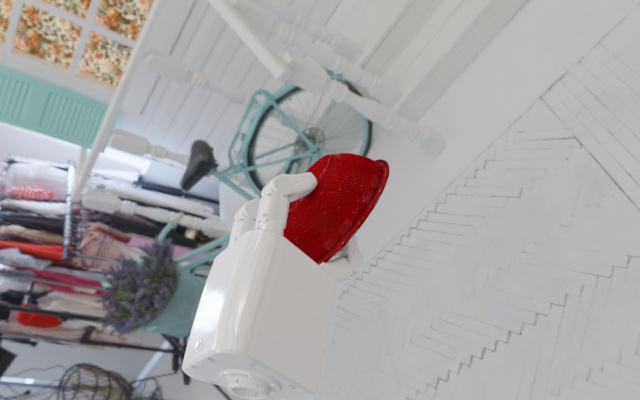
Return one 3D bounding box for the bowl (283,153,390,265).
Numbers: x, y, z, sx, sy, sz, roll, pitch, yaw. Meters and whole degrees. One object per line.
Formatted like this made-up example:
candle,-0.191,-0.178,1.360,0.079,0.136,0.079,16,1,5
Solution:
bowl,0.000,0.001,0.523,0.055,0.162,0.162,40,-11,-13
